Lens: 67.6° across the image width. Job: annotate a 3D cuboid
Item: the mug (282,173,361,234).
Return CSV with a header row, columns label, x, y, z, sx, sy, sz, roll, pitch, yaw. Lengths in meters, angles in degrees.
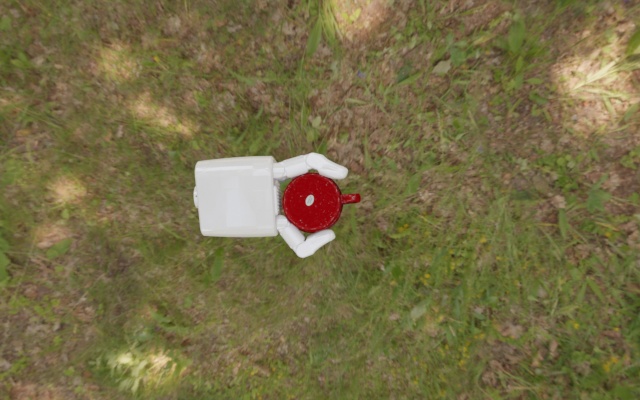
label,x,y,z,sx,sy,sz,roll,pitch,yaw
mug,0.002,0.002,0.691,0.117,0.093,0.081,-3,-1,1
